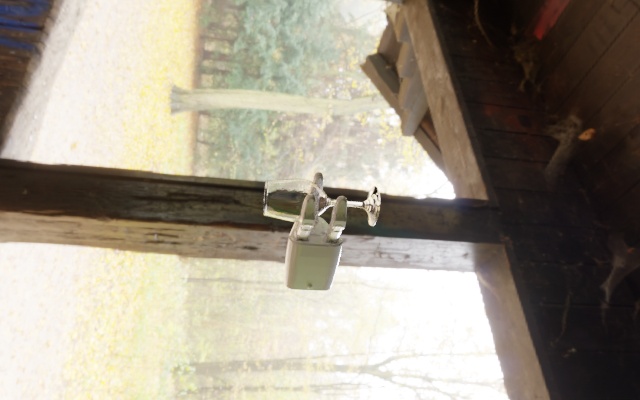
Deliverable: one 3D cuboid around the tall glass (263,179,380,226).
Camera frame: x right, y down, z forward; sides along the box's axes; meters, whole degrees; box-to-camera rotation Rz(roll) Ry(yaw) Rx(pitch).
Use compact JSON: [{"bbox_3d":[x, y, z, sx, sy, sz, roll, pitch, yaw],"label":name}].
[{"bbox_3d":[0.001,0.003,0.858,0.201,0.079,0.079,5,-1,-12],"label":"tall glass"}]
